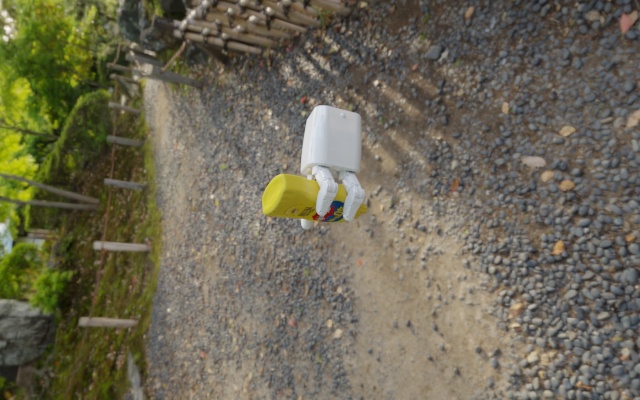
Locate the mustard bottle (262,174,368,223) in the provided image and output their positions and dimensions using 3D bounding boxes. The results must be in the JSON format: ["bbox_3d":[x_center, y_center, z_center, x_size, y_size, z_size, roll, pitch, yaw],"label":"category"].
[{"bbox_3d":[0.000,0.003,0.848,0.191,0.058,0.096,9,-34,-28],"label":"mustard bottle"}]
